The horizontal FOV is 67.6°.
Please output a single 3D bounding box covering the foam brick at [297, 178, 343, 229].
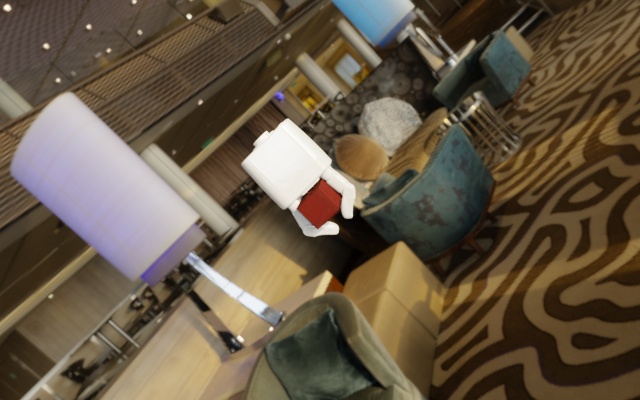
[{"bbox_3d":[0.000,0.003,0.799,0.053,0.051,0.078,-42,9,17],"label":"foam brick"}]
